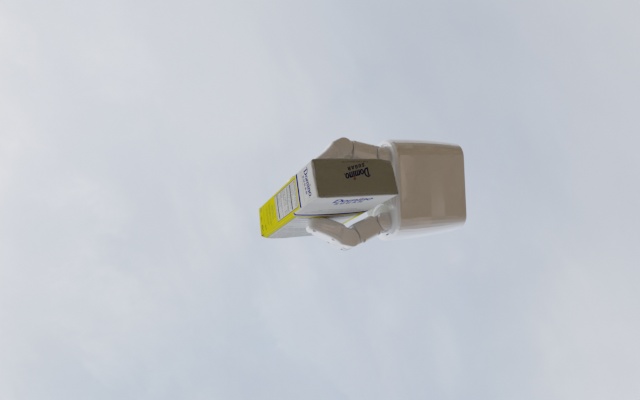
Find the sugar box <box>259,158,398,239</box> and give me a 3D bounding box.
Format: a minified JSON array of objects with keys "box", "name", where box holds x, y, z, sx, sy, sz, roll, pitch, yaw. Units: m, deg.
[{"box":[0.000,0.001,0.537,0.093,0.048,0.176,-2,-18,-26],"name":"sugar box"}]
